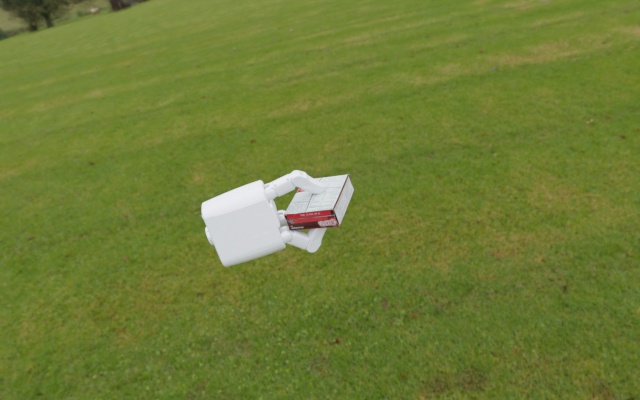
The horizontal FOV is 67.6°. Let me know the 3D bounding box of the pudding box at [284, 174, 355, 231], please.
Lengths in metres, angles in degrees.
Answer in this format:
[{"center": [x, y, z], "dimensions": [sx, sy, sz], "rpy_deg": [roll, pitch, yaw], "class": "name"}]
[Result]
[{"center": [0.000, 0.002, 0.798], "dimensions": [0.090, 0.039, 0.113], "rpy_deg": [-5, 33, 23], "class": "pudding box"}]
